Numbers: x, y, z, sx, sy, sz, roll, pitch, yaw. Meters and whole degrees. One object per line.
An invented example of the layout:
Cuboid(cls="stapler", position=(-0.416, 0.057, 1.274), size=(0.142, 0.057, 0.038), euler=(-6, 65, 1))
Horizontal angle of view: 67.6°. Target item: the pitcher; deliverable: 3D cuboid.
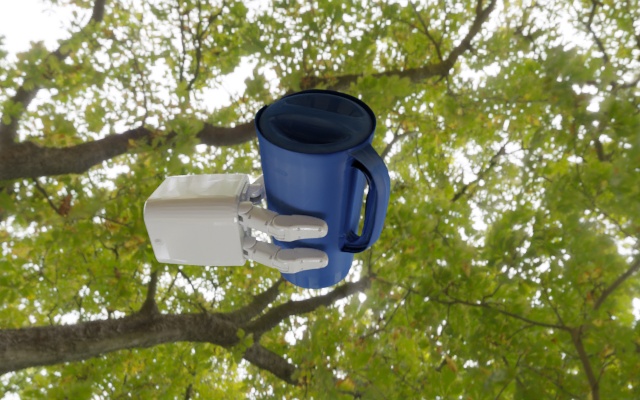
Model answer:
Cuboid(cls="pitcher", position=(0.000, 0.002, 0.588), size=(0.145, 0.243, 0.149), euler=(1, 41, 0))
